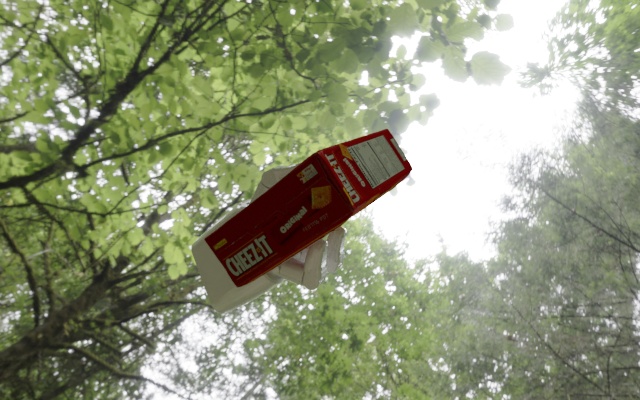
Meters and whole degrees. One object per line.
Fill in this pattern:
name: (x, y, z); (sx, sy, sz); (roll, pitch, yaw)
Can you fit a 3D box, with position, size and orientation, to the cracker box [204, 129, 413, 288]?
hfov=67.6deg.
cracker box: (0.000, 0.002, 0.541); (0.164, 0.072, 0.213); (-36, -3, 28)
